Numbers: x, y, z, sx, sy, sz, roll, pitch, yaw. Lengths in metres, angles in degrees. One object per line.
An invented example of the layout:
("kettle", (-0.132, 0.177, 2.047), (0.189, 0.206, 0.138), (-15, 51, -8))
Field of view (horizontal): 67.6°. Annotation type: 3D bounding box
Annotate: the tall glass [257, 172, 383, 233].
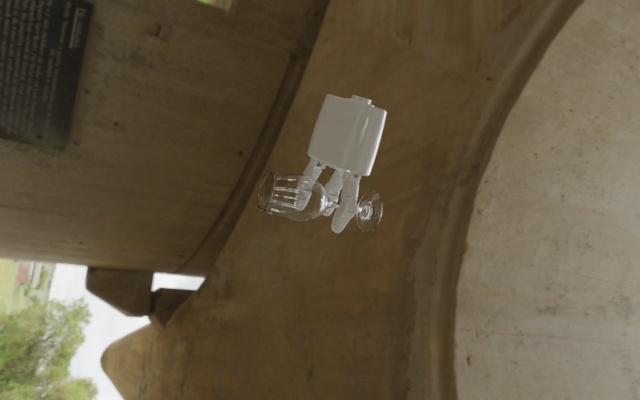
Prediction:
("tall glass", (0.001, 0.003, 0.787), (0.201, 0.079, 0.079), (11, -5, -29))
